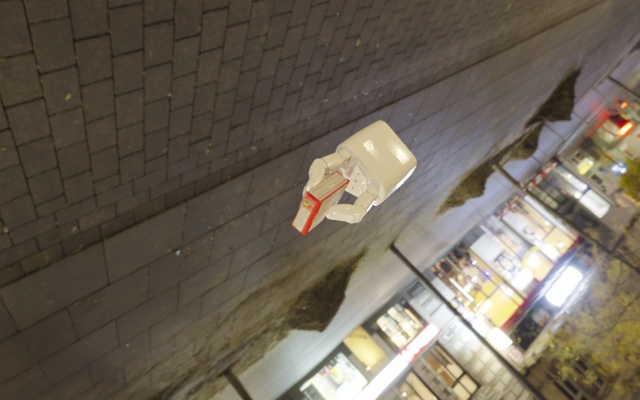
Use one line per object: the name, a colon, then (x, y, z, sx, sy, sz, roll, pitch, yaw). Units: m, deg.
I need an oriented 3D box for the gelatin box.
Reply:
gelatin box: (0.000, 0.003, 0.738, 0.030, 0.073, 0.089, 38, 41, 13)
